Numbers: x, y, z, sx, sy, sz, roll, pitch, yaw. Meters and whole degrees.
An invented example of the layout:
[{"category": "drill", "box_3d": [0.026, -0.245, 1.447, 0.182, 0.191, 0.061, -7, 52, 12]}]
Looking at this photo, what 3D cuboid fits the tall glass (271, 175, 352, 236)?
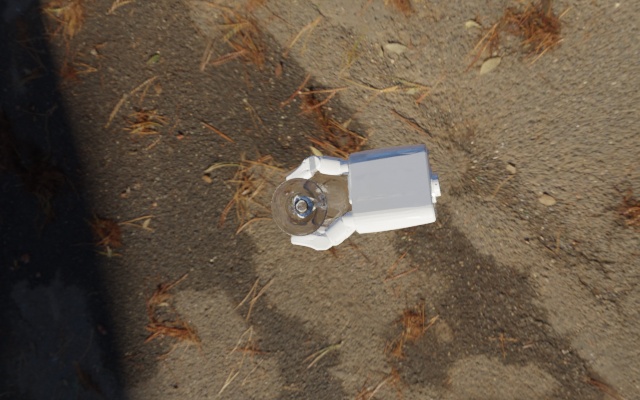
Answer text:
[{"category": "tall glass", "box_3d": [0.000, 0.002, 0.692, 0.079, 0.079, 0.201, 0, 4, 16]}]
